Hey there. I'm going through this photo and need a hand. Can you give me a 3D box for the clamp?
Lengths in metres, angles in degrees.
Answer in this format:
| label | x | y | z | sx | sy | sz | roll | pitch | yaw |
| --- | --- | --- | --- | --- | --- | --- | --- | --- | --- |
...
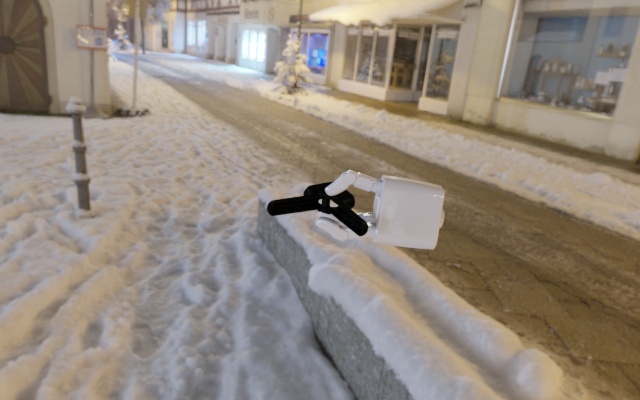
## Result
| label | x | y | z | sx | sy | sz | roll | pitch | yaw |
| --- | --- | --- | --- | --- | --- | --- | --- | --- | --- |
| clamp | 0.001 | 0.002 | 0.838 | 0.164 | 0.036 | 0.210 | 12 | 18 | 0 |
